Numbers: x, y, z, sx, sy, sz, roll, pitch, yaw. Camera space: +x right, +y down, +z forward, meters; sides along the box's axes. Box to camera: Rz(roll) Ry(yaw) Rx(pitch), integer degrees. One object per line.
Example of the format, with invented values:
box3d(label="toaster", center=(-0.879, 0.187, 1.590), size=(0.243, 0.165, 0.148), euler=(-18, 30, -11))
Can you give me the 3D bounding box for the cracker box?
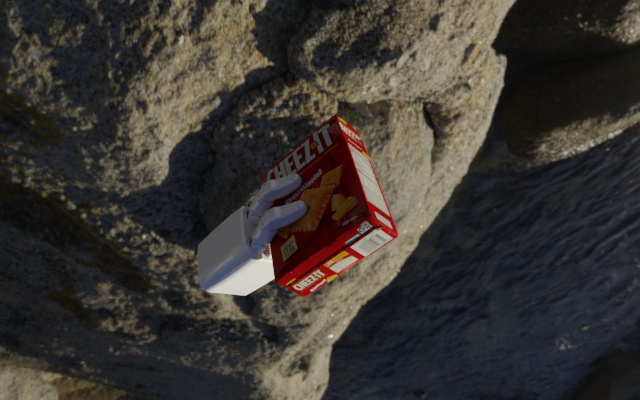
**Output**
box3d(label="cracker box", center=(0.000, 0.002, 0.679), size=(0.164, 0.213, 0.072), euler=(-37, -48, 22))
